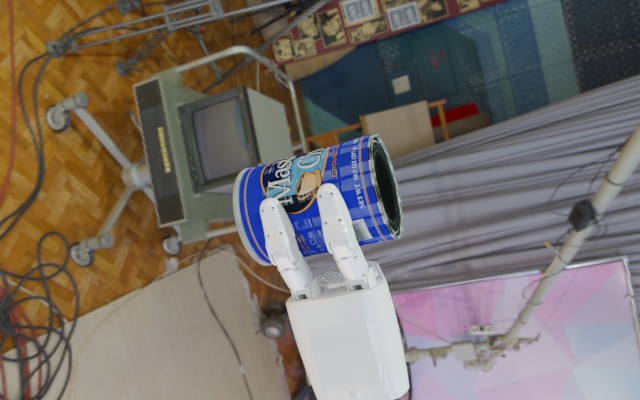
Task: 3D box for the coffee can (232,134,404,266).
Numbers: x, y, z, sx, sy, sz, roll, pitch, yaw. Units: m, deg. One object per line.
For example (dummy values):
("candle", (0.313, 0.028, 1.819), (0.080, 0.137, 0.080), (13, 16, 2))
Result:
("coffee can", (0.000, 0.001, 0.472), (0.140, 0.103, 0.103), (-13, -5, 19))
